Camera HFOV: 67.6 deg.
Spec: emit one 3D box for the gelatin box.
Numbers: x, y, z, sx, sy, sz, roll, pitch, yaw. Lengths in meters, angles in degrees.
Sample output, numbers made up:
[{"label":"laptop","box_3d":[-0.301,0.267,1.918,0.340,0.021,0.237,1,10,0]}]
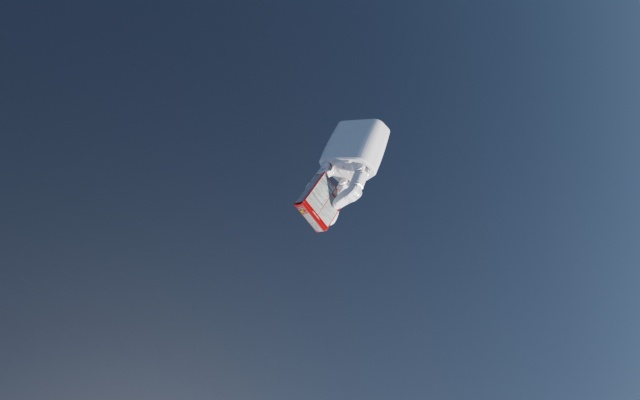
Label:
[{"label":"gelatin box","box_3d":[0.000,0.003,0.887,0.030,0.073,0.089,-15,32,44]}]
